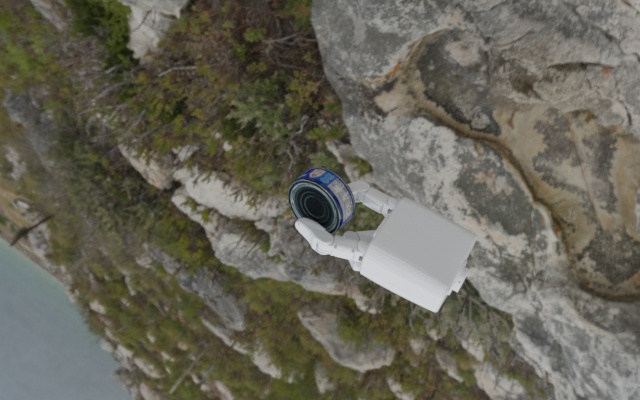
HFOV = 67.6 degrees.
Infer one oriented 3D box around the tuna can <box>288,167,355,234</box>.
[{"bbox_3d":[0.000,0.002,0.616,0.086,0.086,0.033,0,29,42],"label":"tuna can"}]
